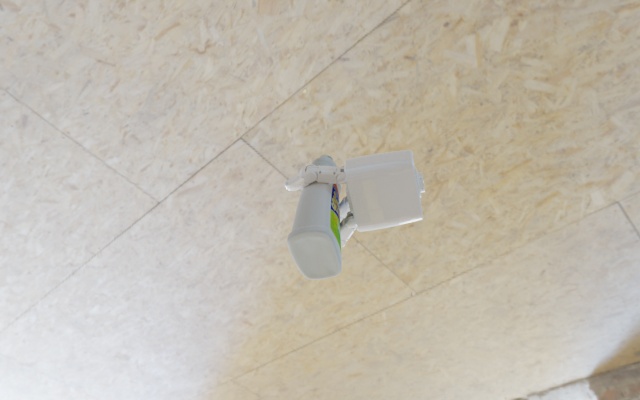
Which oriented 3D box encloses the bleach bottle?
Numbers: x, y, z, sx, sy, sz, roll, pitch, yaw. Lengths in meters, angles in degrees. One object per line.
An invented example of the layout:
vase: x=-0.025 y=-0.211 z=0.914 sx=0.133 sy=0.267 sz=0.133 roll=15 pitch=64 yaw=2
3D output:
bleach bottle: x=0.000 y=0.003 z=0.773 sx=0.068 sy=0.103 sz=0.250 roll=-10 pitch=39 yaw=13
